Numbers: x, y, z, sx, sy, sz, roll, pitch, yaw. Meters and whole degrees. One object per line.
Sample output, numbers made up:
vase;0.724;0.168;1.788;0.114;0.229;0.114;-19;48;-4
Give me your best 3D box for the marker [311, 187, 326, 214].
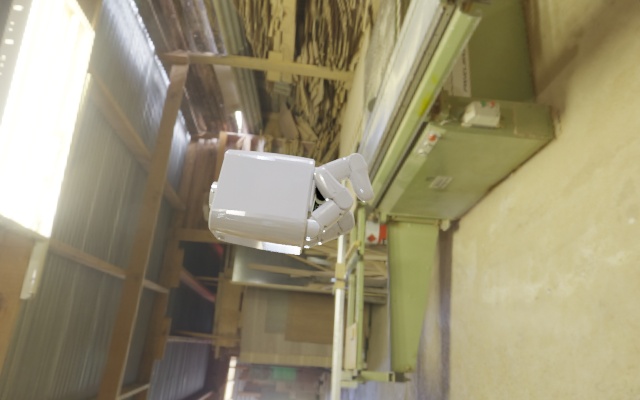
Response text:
marker;0.000;0.002;0.620;0.020;0.020;0.121;0;-15;-4
